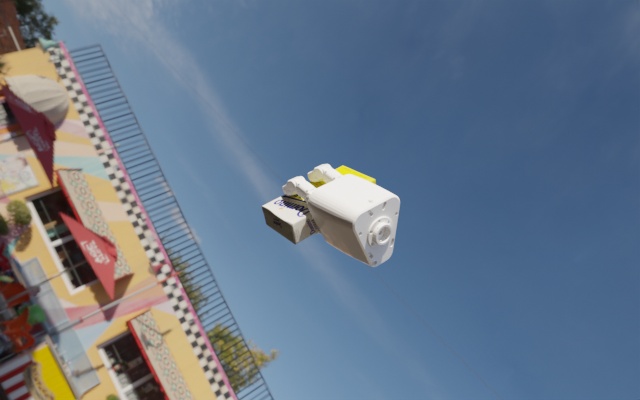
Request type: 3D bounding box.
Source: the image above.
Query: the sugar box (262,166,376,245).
[{"bbox_3d":[0.000,0.002,0.805,0.176,0.048,0.093,-26,32,-28],"label":"sugar box"}]
